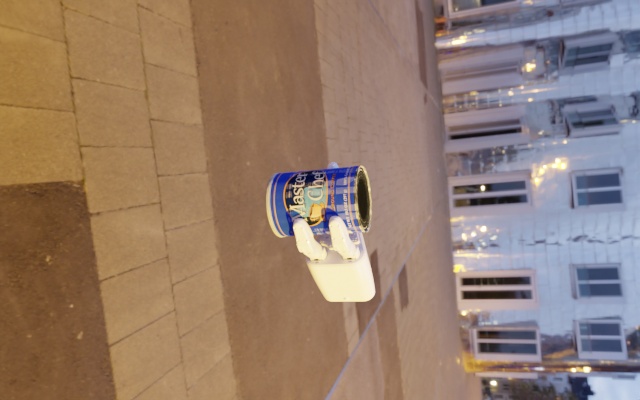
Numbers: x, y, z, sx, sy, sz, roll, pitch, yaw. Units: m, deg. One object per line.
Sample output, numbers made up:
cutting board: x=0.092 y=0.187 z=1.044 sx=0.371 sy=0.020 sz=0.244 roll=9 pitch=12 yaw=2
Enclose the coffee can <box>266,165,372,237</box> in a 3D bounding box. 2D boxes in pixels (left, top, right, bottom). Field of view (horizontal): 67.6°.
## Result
coffee can: x=0.000 y=0.002 z=0.739 sx=0.140 sy=0.103 sz=0.103 roll=-4 pitch=-1 yaw=18
